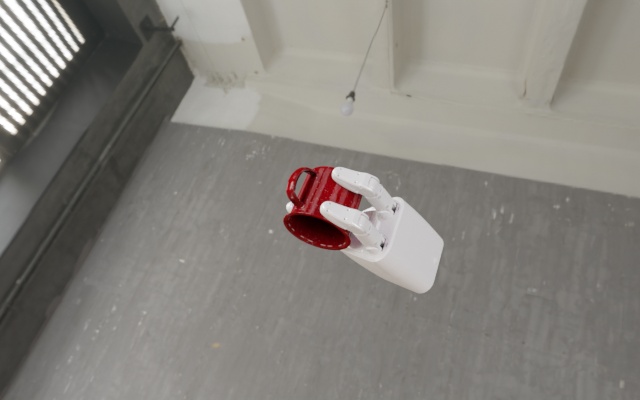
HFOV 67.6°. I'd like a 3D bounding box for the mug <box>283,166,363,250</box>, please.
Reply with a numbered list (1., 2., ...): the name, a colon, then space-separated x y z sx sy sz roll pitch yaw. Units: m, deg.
1. mug: -0.001 0.001 0.630 0.093 0.081 0.117 -10 -41 46
